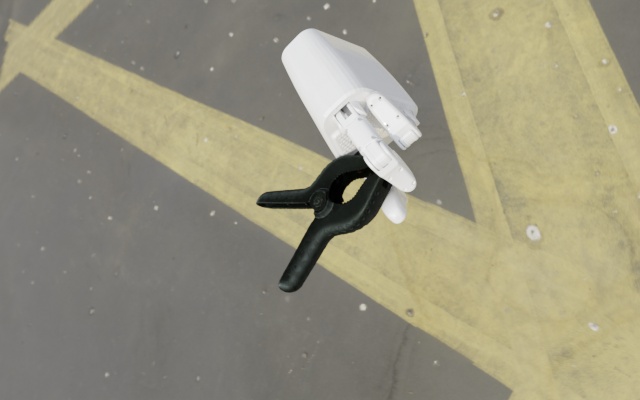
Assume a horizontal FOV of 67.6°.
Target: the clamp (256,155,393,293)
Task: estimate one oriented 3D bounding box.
[{"bbox_3d":[0.000,0.001,0.493,0.171,0.120,0.039,-41,-30,18],"label":"clamp"}]
